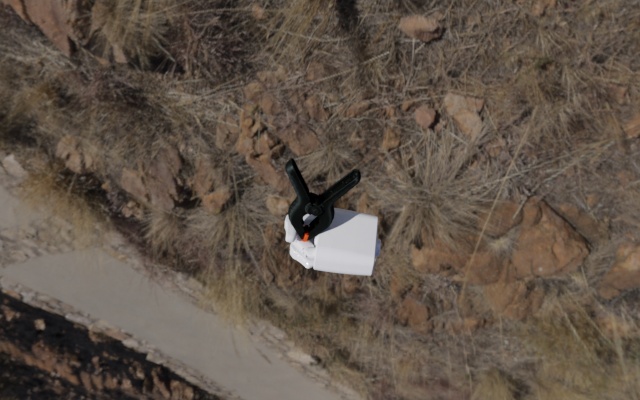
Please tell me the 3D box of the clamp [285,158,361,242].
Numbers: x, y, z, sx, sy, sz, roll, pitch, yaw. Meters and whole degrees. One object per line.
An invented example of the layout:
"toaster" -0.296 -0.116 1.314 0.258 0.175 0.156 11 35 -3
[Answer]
"clamp" 0.000 0.003 0.797 0.120 0.172 0.039 6 45 0
